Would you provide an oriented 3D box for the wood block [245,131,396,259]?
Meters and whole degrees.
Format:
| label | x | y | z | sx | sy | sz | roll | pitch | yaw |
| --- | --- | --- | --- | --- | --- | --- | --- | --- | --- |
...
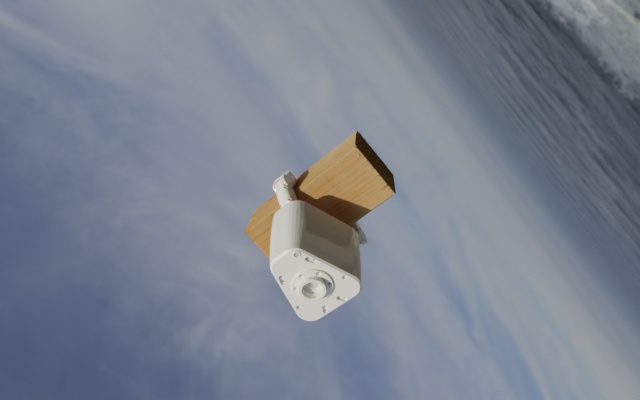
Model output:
| label | x | y | z | sx | sy | sz | roll | pitch | yaw |
| --- | --- | --- | --- | --- | --- | --- | --- | --- | --- |
| wood block | 0.000 | 0.002 | 0.704 | 0.206 | 0.091 | 0.090 | -37 | 13 | 18 |
